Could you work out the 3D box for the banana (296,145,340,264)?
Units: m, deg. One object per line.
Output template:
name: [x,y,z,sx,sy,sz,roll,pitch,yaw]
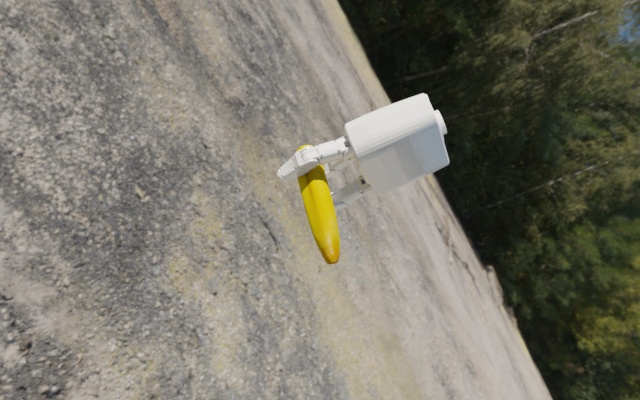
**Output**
banana: [-0.006,-0.012,0.621,0.037,0.197,0.070,-18,-42,4]
